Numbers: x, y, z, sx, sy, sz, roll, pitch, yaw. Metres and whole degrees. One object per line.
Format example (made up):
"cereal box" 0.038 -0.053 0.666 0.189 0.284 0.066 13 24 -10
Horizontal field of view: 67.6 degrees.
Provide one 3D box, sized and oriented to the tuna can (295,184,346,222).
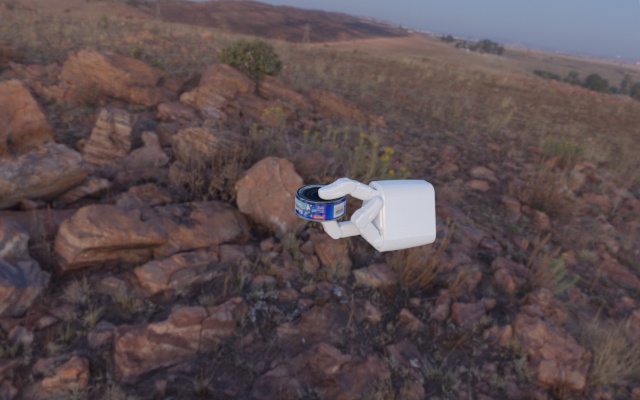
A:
"tuna can" 0.000 0.002 0.793 0.086 0.034 0.086 2 23 -1
